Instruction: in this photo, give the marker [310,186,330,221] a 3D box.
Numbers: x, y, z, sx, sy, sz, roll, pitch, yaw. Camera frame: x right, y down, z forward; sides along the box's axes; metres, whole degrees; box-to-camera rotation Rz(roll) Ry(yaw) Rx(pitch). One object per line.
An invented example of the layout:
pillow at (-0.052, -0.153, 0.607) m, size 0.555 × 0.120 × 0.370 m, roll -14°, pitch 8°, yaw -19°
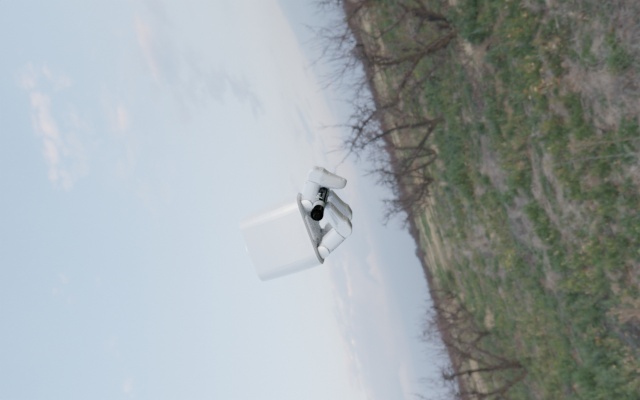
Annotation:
marker at (0.000, 0.002, 0.699) m, size 0.020 × 0.020 × 0.121 m, roll 0°, pitch 19°, yaw 5°
